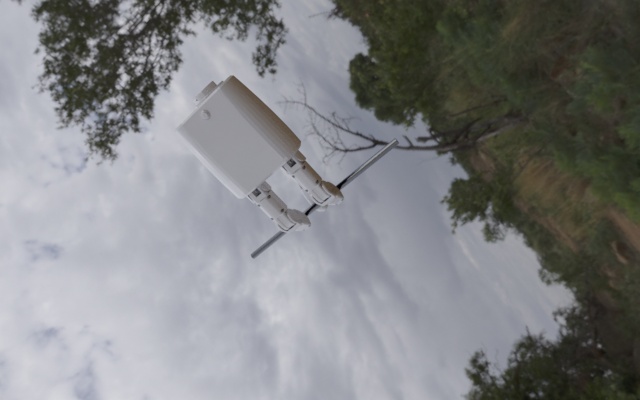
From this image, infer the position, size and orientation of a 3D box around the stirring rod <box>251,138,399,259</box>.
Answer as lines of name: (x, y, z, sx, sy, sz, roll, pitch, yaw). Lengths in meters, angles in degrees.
stirring rod: (0.000, 0.002, 0.595, 0.239, 0.011, 0.011, -39, -14, 17)
